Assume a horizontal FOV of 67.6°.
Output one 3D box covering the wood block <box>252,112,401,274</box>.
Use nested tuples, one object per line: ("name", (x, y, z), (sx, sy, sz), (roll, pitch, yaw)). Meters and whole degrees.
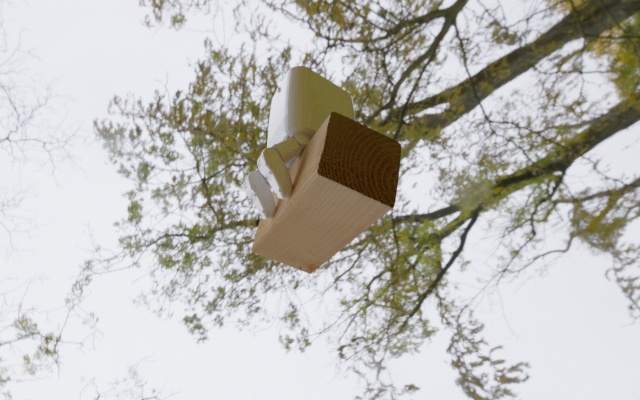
("wood block", (0.000, 0.002, 0.573), (0.091, 0.090, 0.206), (22, -35, -15))
